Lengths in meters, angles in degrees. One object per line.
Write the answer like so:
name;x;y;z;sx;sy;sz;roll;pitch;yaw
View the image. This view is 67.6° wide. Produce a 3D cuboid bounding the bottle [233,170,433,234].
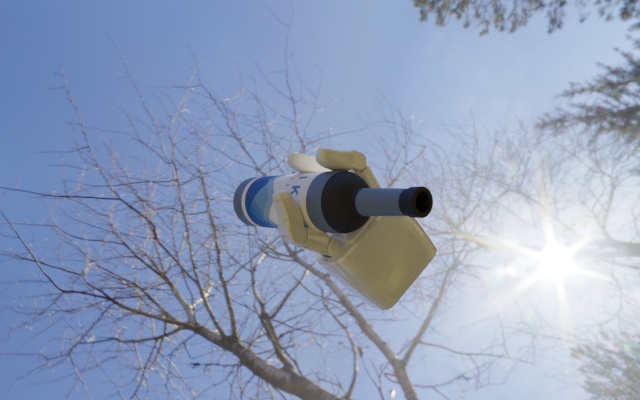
bottle;0.000;0.002;0.529;0.069;0.069;0.295;0;0;-37
